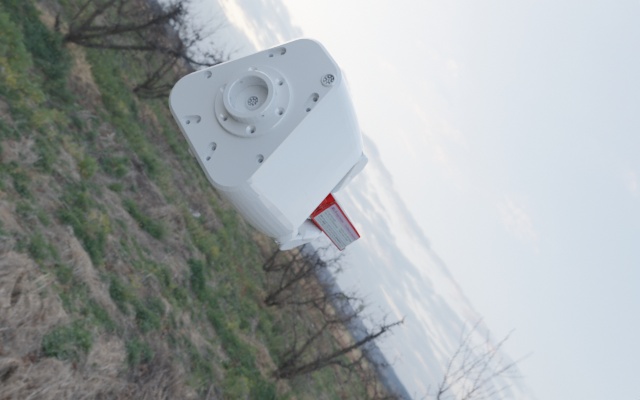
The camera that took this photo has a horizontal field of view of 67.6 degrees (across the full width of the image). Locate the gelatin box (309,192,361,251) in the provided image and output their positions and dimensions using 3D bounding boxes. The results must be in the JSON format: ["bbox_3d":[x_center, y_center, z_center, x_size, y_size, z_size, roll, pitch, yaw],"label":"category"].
[{"bbox_3d":[0.001,0.001,0.477,0.030,0.073,0.089,-34,-33,3],"label":"gelatin box"}]
